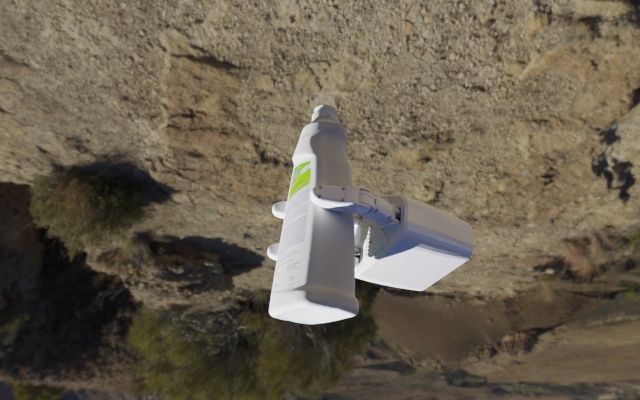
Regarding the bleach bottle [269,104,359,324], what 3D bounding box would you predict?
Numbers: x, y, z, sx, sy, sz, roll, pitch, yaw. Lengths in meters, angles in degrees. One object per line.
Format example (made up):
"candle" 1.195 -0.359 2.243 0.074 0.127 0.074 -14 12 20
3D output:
"bleach bottle" 0.000 0.002 0.526 0.068 0.250 0.102 19 -27 -27
